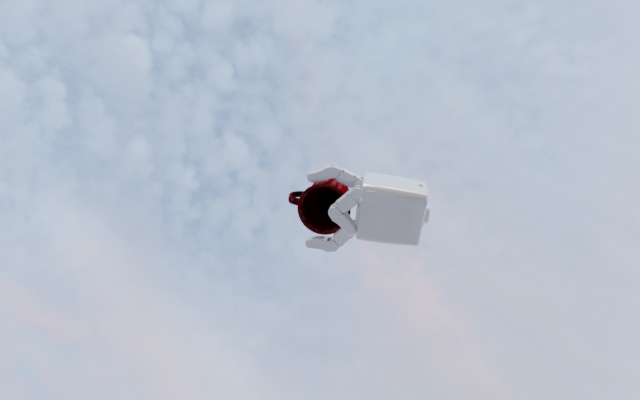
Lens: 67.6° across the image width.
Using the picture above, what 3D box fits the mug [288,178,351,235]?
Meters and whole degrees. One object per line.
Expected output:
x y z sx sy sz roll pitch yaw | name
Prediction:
-0.001 0.003 0.862 0.117 0.093 0.081 8 18 7 | mug
